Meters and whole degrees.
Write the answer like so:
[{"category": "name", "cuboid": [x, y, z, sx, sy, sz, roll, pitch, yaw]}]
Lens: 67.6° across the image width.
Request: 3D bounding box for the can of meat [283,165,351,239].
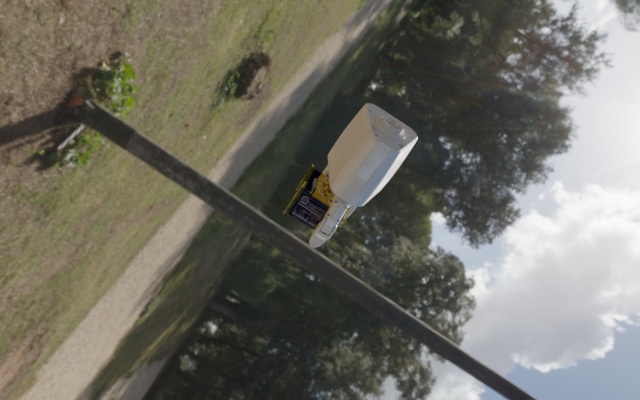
[{"category": "can of meat", "cuboid": [0.000, 0.003, 0.737, 0.084, 0.057, 0.102, 32, 31, -5]}]
